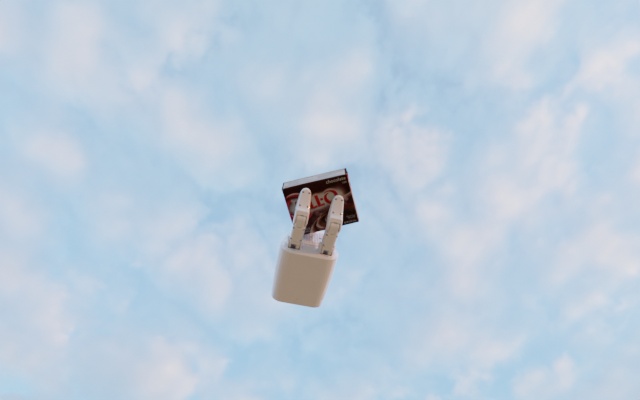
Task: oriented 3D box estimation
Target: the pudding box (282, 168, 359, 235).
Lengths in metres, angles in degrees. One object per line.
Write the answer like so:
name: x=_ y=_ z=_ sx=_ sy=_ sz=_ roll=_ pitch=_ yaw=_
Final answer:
pudding box: x=0.000 y=0.003 z=0.801 sx=0.113 sy=0.090 sz=0.039 roll=-14 pitch=24 yaw=4
